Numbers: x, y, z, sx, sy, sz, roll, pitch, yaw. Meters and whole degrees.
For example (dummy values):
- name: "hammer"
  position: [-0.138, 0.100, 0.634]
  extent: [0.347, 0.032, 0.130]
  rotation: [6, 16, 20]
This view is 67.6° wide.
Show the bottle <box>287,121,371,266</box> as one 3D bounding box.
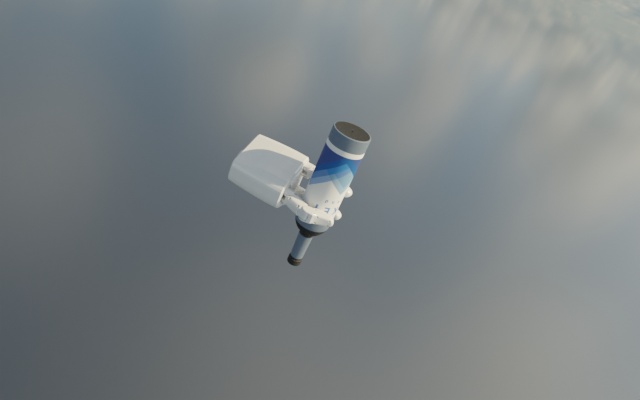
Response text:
- name: "bottle"
  position: [0.000, 0.003, 0.851]
  extent: [0.069, 0.296, 0.069]
  rotation: [18, 31, -11]
